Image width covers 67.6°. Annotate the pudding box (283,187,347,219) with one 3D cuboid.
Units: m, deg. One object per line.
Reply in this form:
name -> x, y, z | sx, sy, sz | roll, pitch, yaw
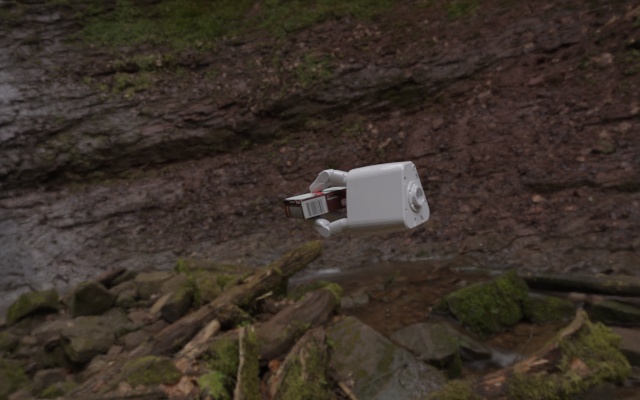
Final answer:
pudding box -> 0.000, 0.003, 0.878 | 0.113, 0.039, 0.090 | -13, 5, -24
